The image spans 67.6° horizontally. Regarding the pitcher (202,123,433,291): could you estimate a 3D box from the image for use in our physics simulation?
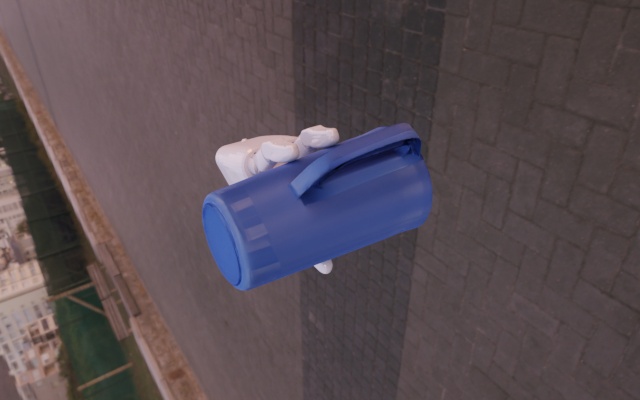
[{"bbox_3d":[0.000,0.002,0.535,0.243,0.149,0.145,-21,22,-28],"label":"pitcher"}]
